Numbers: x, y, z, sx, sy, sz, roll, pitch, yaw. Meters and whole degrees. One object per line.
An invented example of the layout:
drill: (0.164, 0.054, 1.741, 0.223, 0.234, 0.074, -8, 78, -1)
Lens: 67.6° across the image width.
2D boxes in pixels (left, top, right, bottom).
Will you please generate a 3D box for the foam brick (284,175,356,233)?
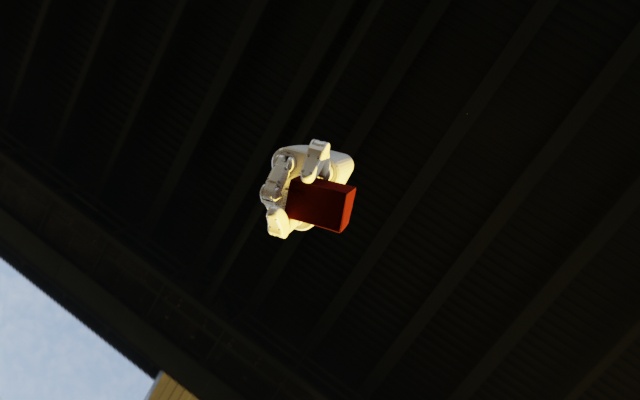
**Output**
foam brick: (0.000, 0.002, 0.611, 0.078, 0.053, 0.051, 15, 14, 15)
